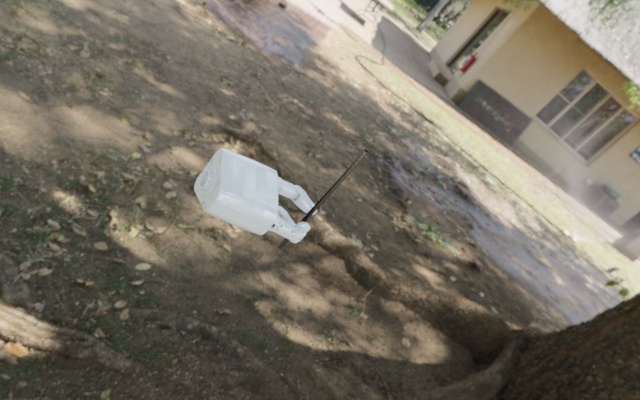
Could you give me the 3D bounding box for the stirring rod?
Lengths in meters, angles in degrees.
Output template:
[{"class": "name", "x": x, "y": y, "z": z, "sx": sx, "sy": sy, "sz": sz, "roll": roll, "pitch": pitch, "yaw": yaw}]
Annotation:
[{"class": "stirring rod", "x": 0.000, "y": 0.003, "z": 0.812, "sx": 0.239, "sy": 0.011, "sz": 0.011, "roll": -48, "pitch": -24, "yaw": 24}]
